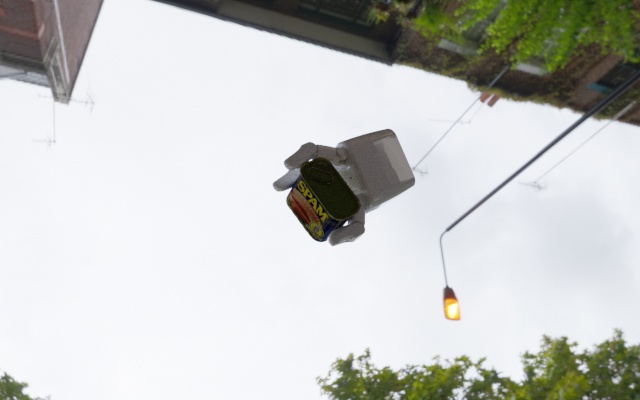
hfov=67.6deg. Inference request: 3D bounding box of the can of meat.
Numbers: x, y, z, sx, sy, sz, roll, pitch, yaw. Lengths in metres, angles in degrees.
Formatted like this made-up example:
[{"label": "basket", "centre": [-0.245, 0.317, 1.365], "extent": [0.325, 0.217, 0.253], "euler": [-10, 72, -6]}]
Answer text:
[{"label": "can of meat", "centre": [0.000, 0.003, 0.710], "extent": [0.057, 0.102, 0.084], "euler": [-27, -17, -34]}]
